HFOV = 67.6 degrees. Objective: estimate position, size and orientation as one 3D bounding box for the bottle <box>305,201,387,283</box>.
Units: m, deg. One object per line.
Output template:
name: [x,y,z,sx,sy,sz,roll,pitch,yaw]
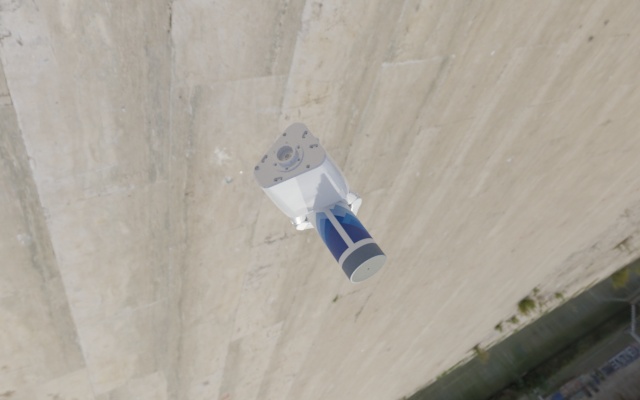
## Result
bottle: [0.000,0.003,0.799,0.069,0.069,0.295,0,44,-43]
